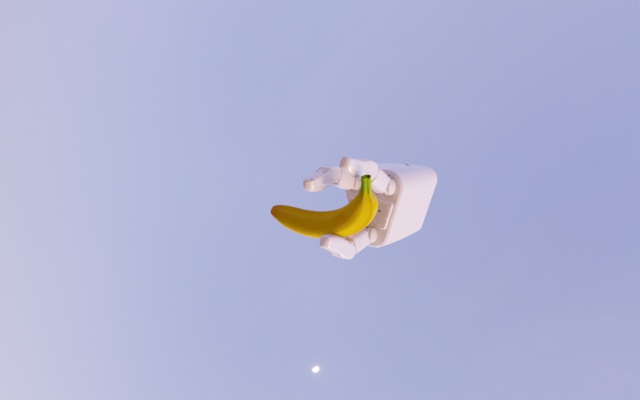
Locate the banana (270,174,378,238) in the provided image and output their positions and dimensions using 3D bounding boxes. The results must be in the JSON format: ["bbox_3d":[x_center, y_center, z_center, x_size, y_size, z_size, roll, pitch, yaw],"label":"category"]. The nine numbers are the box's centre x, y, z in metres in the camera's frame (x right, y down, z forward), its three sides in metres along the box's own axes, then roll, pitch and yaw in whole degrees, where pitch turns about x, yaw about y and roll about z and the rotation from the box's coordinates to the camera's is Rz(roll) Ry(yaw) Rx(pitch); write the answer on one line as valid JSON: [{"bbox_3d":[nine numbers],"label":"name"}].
[{"bbox_3d":[0.009,0.019,0.632,0.198,0.069,0.037,-18,3,45],"label":"banana"}]
